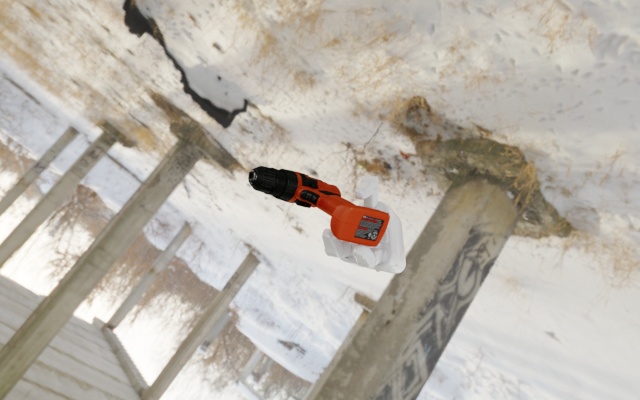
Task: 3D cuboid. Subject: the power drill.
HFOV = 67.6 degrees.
[{"bbox_3d":[0.001,0.003,0.737,0.184,0.057,0.187,12,14,-42],"label":"power drill"}]
